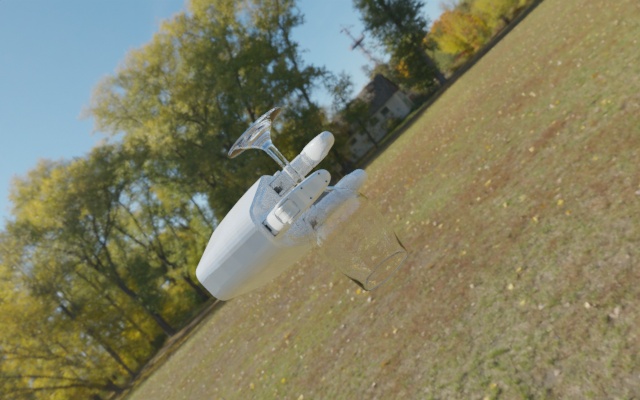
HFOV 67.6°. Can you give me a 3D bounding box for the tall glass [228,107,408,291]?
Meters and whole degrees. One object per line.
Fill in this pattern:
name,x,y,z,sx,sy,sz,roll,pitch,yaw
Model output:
tall glass,0.000,0.001,0.497,0.079,0.201,0.079,-44,2,1
